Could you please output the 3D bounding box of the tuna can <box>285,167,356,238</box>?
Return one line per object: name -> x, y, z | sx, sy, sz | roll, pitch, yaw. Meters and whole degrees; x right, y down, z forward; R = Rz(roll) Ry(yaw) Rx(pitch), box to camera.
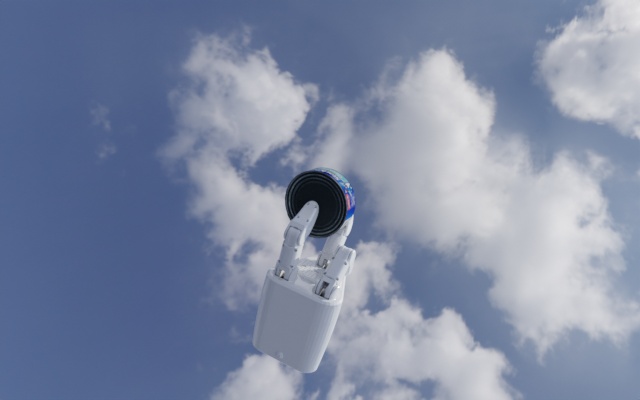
tuna can -> 0.000, 0.002, 0.601 | 0.086, 0.086, 0.033 | 0, 13, 26
